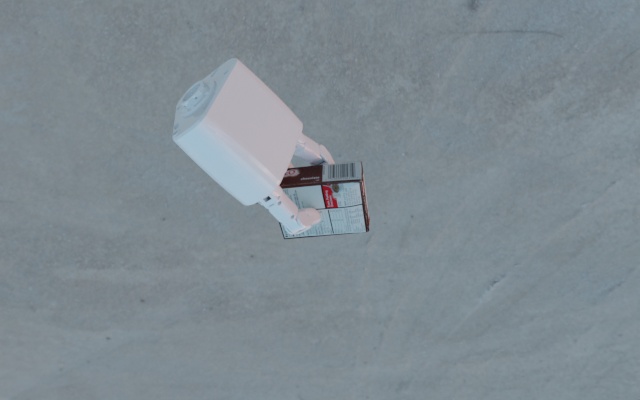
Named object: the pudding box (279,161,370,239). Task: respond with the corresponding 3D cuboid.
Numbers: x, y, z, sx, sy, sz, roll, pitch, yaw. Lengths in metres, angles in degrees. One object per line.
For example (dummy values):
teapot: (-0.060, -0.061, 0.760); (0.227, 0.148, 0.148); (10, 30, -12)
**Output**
pudding box: (0.000, 0.002, 0.583); (0.113, 0.090, 0.039); (-4, 43, 9)
